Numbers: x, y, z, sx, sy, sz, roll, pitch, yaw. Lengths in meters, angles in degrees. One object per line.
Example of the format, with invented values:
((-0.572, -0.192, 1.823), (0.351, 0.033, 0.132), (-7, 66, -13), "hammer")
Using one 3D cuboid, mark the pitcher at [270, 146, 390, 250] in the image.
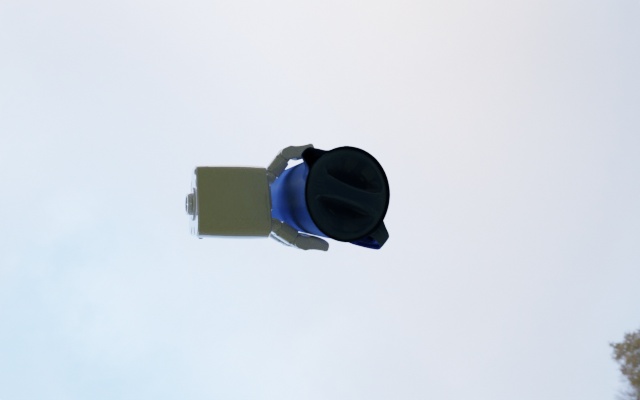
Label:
((0.000, 0.002, 0.760), (0.145, 0.149, 0.243), (-1, -1, -23), "pitcher")
